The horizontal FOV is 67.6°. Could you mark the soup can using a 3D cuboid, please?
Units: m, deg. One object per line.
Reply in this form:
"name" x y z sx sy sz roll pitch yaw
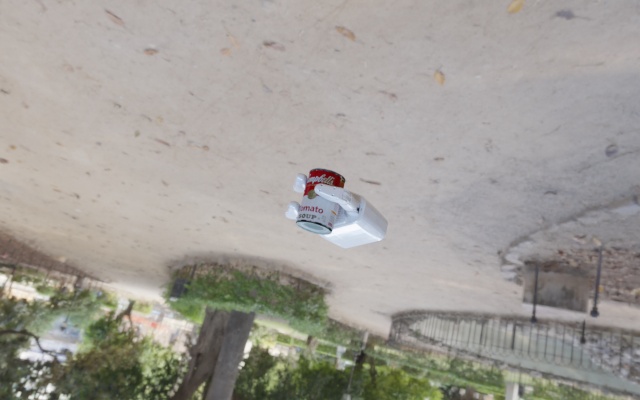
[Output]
"soup can" 0.000 0.003 0.849 0.068 0.102 0.068 14 -18 5
